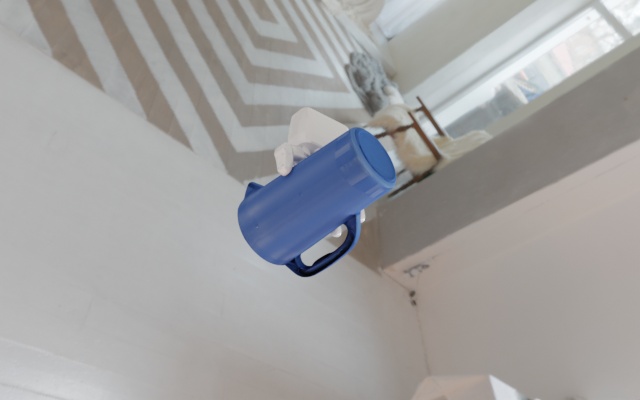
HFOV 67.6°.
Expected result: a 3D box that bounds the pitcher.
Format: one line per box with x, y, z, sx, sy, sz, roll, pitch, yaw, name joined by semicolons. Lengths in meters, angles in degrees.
0.000;0.002;0.752;0.243;0.145;0.149;-34;-54;28;pitcher
